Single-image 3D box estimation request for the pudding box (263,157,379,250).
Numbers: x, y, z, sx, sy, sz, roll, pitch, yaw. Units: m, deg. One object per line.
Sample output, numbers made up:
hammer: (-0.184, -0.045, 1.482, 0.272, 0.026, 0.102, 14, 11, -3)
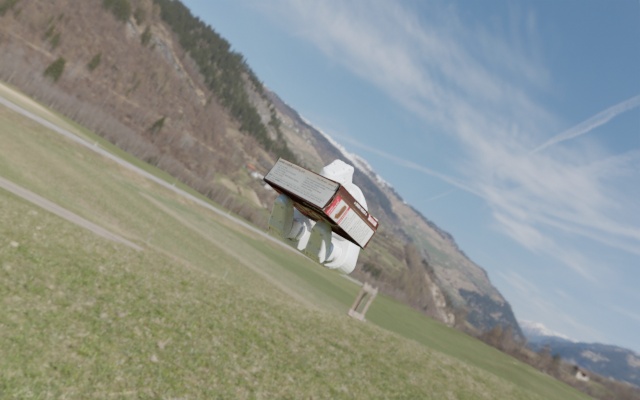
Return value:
pudding box: (0.000, 0.002, 0.537, 0.113, 0.039, 0.090, 24, -13, 45)
